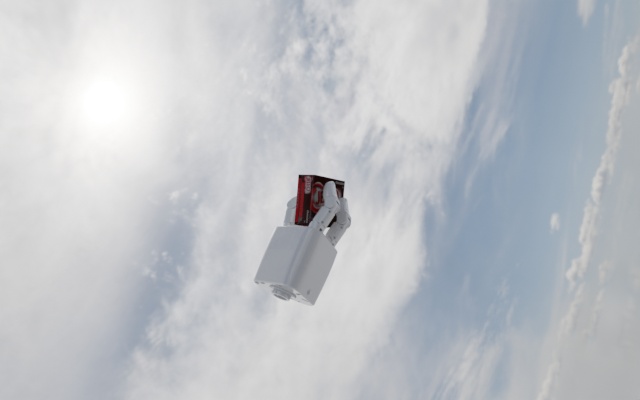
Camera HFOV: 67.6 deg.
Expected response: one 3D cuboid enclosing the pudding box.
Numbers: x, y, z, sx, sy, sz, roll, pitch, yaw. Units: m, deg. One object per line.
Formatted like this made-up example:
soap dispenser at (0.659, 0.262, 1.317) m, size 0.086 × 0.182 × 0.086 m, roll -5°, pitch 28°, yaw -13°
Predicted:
pudding box at (0.000, 0.003, 0.859) m, size 0.039 × 0.090 × 0.113 m, roll 5°, pitch -1°, yaw 30°
